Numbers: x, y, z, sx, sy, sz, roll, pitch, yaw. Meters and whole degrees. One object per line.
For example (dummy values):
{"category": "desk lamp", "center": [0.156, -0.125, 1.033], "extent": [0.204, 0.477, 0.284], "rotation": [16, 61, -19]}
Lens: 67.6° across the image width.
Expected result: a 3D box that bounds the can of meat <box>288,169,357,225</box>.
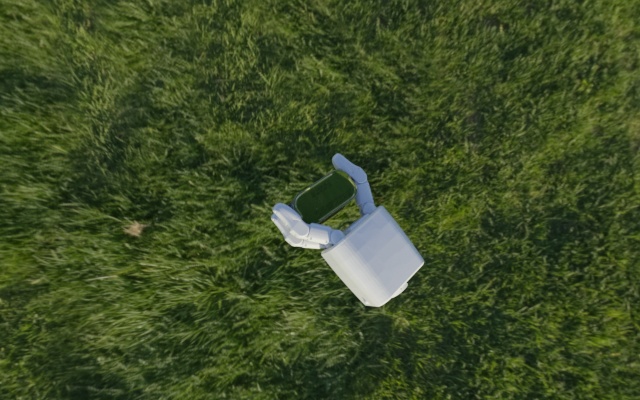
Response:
{"category": "can of meat", "center": [0.000, 0.002, 0.715], "extent": [0.102, 0.057, 0.084], "rotation": [-35, -3, -14]}
